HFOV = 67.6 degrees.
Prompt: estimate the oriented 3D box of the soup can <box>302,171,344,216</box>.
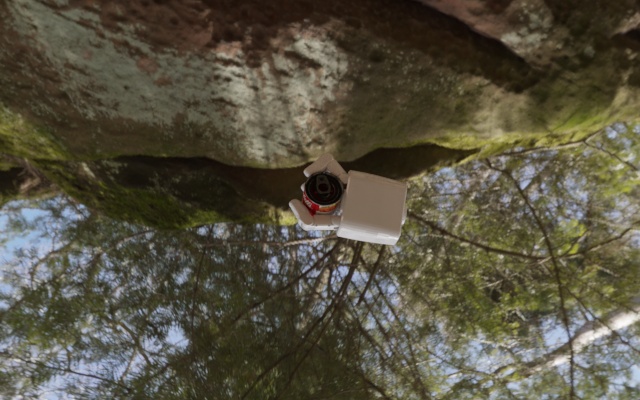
[{"bbox_3d":[0.000,0.003,0.857,0.068,0.068,0.102,0,-28,-8],"label":"soup can"}]
